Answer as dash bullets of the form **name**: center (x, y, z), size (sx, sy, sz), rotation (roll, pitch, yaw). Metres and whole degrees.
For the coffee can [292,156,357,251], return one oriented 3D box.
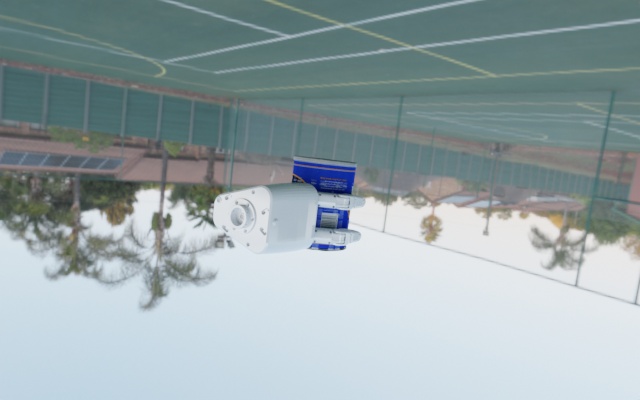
- **coffee can**: center (0.000, 0.002, 0.775), size (0.103, 0.140, 0.103), rotation (7, 6, -1)
